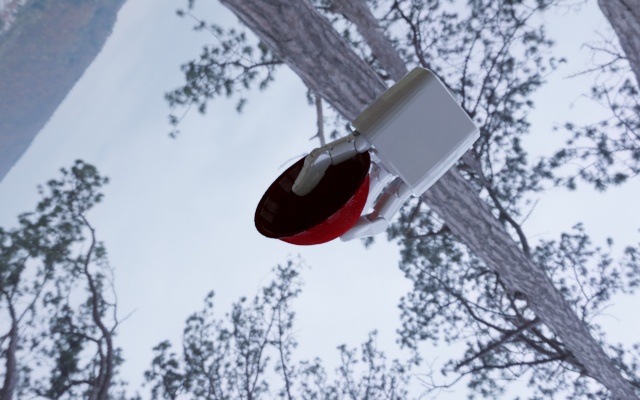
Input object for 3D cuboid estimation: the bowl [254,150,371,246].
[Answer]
[{"bbox_3d":[-0.001,0.003,0.578,0.162,0.055,0.162,-25,32,17],"label":"bowl"}]
